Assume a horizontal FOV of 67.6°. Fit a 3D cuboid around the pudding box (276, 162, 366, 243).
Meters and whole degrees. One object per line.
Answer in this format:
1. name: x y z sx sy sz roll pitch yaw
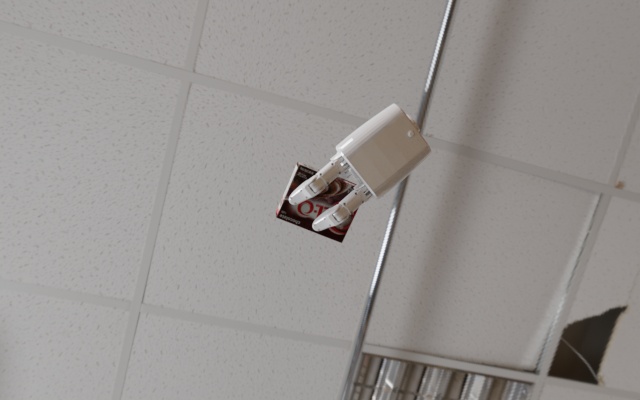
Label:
1. pudding box: 0.000 0.002 0.727 0.113 0.090 0.039 22 12 -9
